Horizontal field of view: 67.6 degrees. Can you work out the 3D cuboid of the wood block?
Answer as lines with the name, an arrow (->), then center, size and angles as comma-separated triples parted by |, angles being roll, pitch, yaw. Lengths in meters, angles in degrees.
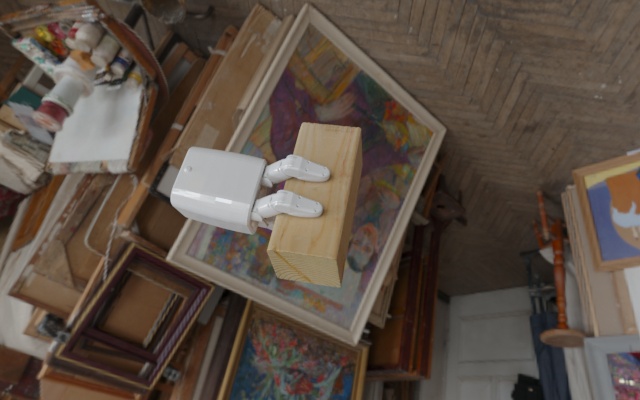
wood block -> 0.000, 0.002, 0.660 | 0.090, 0.206, 0.091 | 7, -31, 10
